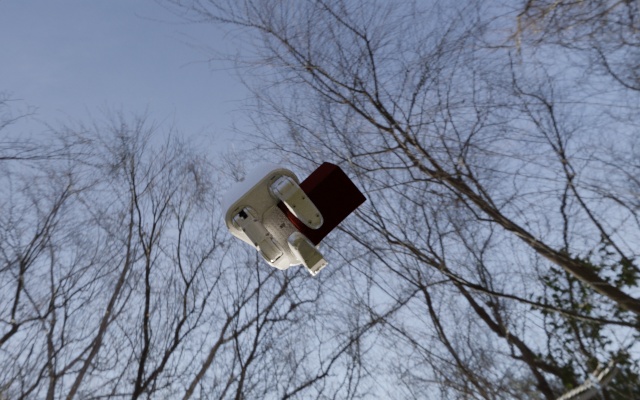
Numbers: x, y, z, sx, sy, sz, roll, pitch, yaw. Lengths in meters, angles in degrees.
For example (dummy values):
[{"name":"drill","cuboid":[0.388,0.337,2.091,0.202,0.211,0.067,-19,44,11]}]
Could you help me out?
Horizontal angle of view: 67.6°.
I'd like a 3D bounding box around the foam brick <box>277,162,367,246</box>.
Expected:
[{"name":"foam brick","cuboid":[0.000,0.002,0.530,0.078,0.053,0.051,-41,18,-5]}]
